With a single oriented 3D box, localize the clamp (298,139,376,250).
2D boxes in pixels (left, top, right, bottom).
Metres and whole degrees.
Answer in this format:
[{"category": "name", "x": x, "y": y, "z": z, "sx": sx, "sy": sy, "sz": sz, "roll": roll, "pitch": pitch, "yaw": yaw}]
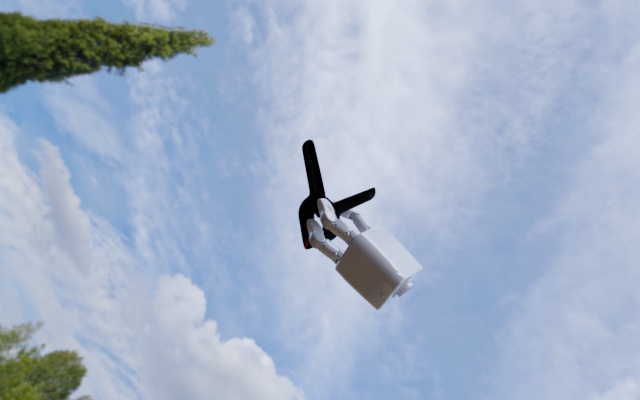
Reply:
[{"category": "clamp", "x": 0.001, "y": 0.003, "z": 0.876, "sx": 0.036, "sy": 0.210, "sz": 0.164, "roll": -24, "pitch": 61, "yaw": -43}]
